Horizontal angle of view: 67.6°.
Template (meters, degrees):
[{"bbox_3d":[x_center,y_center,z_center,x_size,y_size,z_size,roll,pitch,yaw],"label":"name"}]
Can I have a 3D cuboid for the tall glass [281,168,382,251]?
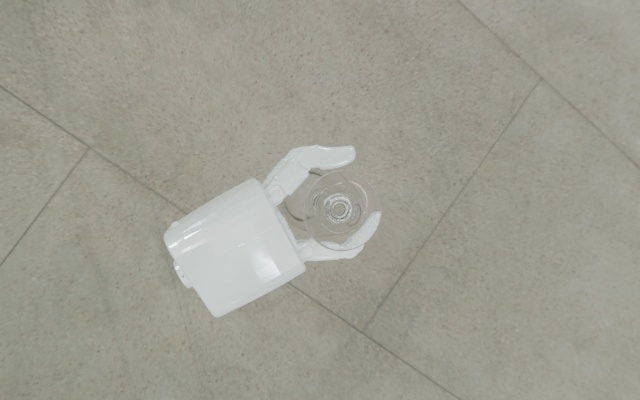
[{"bbox_3d":[0.000,0.002,0.530,0.079,0.079,0.201,0,5,-11],"label":"tall glass"}]
